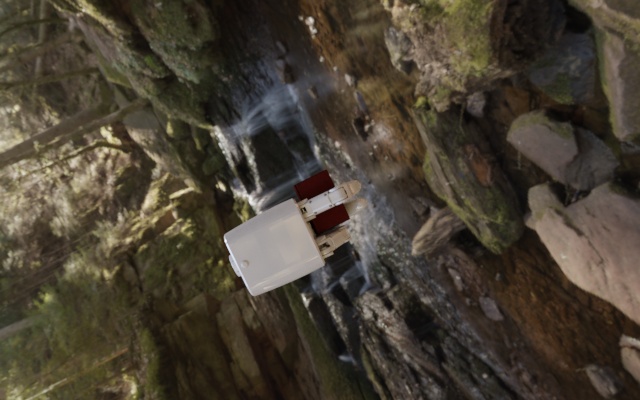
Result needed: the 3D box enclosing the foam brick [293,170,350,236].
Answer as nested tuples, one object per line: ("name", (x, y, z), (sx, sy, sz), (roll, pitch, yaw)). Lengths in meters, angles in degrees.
("foam brick", (0.000, 0.002, 0.669), (0.051, 0.078, 0.053), (-25, 1, -4))
